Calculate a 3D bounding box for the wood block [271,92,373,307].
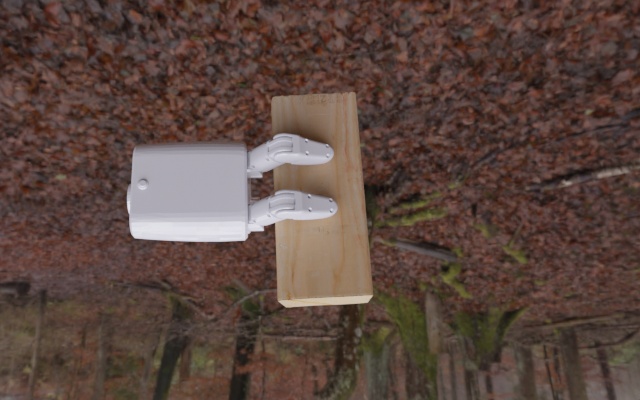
[{"bbox_3d":[0.000,0.002,0.500,0.090,0.206,0.091,-3,-16,0],"label":"wood block"}]
